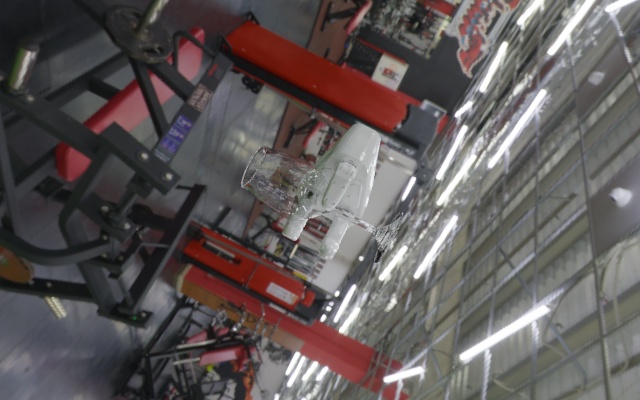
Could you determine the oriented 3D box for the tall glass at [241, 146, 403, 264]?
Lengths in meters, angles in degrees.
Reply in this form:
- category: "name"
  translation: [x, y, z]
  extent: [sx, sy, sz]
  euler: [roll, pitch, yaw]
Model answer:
- category: "tall glass"
  translation: [0.001, 0.002, 0.616]
  extent: [0.201, 0.079, 0.079]
  euler: [28, 1, 1]
